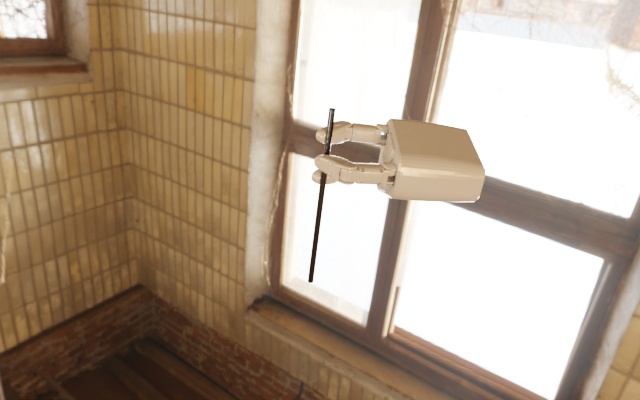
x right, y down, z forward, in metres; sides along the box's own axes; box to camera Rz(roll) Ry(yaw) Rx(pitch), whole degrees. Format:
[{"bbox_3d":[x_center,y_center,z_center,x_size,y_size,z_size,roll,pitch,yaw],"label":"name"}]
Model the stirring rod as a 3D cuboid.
[{"bbox_3d":[0.000,0.002,0.604,0.011,0.240,0.011,6,24,-3],"label":"stirring rod"}]
